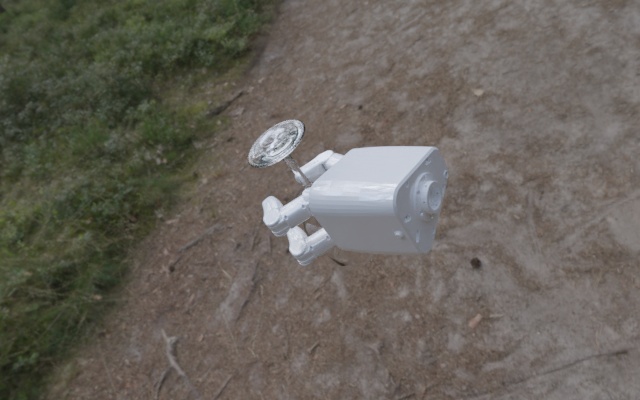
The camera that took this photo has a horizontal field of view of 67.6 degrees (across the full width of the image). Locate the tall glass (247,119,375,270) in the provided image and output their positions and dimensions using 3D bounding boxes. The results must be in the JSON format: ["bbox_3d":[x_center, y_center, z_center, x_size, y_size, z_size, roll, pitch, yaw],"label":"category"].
[{"bbox_3d":[0.000,0.001,0.576,0.079,0.079,0.201,0,-41,40],"label":"tall glass"}]
